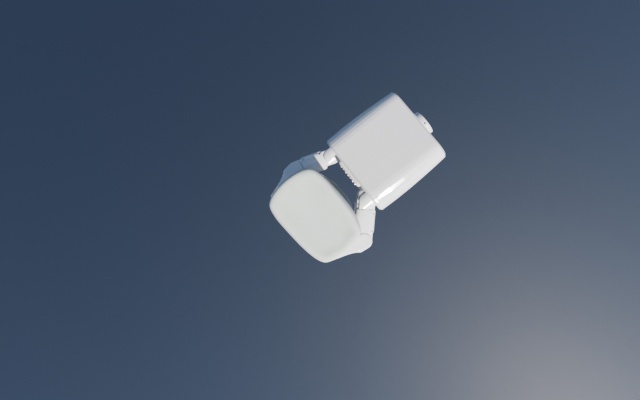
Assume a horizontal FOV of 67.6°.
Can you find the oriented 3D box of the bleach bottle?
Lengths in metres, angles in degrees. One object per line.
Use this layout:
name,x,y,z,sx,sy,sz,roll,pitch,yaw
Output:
bleach bottle,0.000,0.002,0.617,0.068,0.102,0.251,-40,5,6
